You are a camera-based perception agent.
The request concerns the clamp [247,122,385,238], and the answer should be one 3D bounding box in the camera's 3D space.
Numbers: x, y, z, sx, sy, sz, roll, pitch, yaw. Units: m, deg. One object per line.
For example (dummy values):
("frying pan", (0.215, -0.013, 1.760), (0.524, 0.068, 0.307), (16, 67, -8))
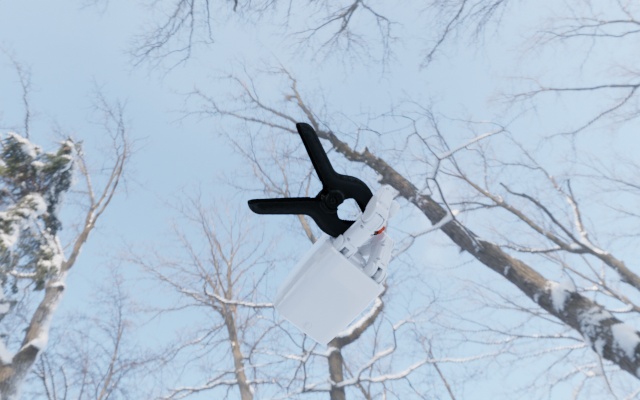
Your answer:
("clamp", (0.000, 0.002, 0.581), (0.171, 0.120, 0.039), (41, 7, -19))
